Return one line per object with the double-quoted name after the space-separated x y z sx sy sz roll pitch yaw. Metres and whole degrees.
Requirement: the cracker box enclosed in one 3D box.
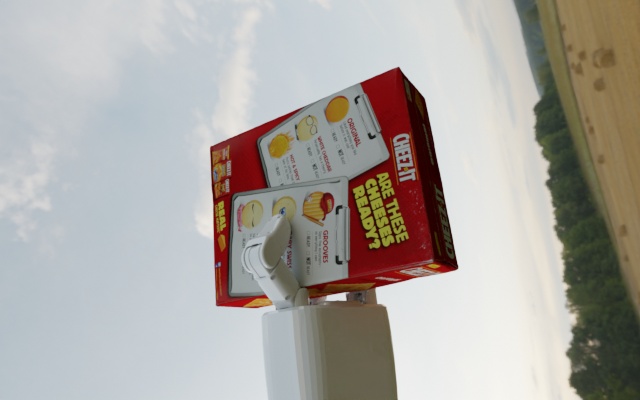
0.000 0.001 0.435 0.214 0.164 0.072 -17 -21 29 "cracker box"
